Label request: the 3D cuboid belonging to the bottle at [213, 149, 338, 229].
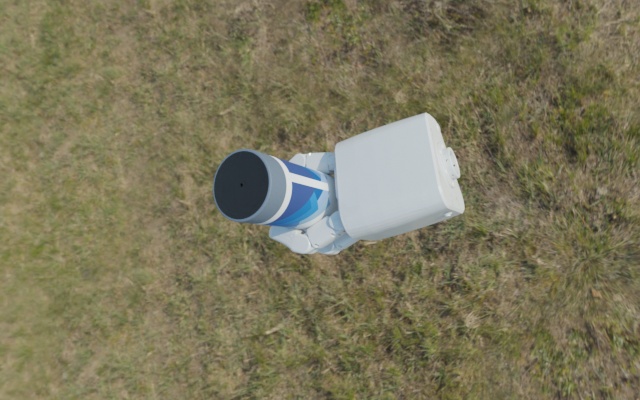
[{"bbox_3d":[0.000,0.002,0.554,0.069,0.069,0.296,0,-6,29],"label":"bottle"}]
